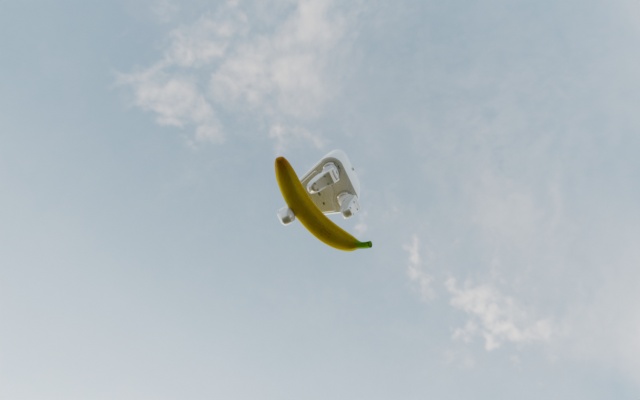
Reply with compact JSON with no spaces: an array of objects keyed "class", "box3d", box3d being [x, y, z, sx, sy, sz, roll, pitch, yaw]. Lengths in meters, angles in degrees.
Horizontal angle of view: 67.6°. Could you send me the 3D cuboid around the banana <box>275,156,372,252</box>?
[{"class":"banana","box3d":[-0.008,0.016,0.745,0.070,0.198,0.037,-47,0,31]}]
